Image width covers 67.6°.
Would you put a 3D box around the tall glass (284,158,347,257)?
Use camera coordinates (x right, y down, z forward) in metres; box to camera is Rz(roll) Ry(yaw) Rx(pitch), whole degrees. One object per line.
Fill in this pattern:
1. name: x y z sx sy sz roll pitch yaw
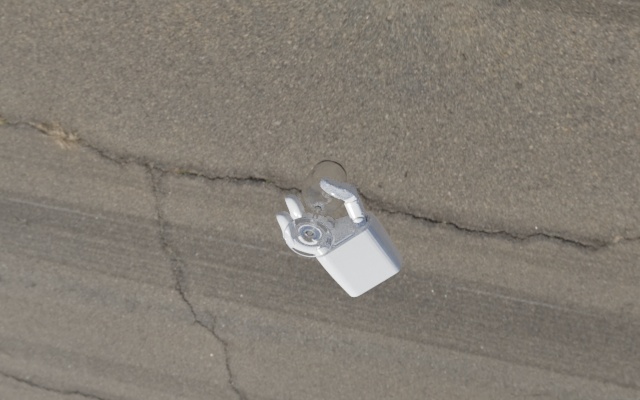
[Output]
1. tall glass: 0.000 0.003 0.792 0.079 0.079 0.201 0 33 13
